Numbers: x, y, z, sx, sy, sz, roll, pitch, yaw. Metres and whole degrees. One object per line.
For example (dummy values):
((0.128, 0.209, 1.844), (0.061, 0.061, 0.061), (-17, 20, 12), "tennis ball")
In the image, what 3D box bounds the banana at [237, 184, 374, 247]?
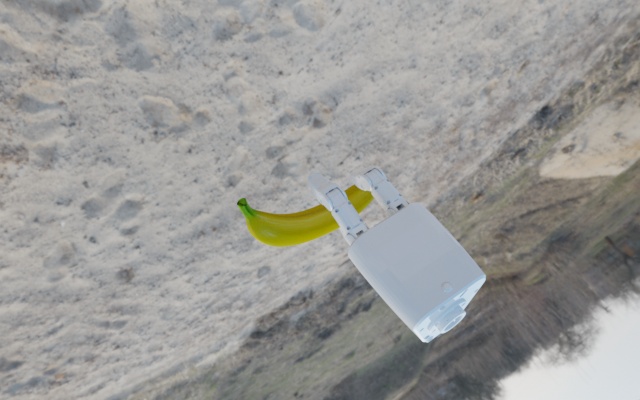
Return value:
((-0.007, 0.017, 0.566), (0.198, 0.070, 0.037), (-12, 46, -34), "banana")
